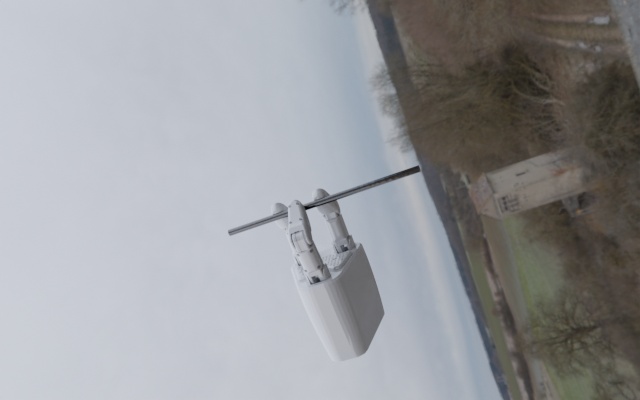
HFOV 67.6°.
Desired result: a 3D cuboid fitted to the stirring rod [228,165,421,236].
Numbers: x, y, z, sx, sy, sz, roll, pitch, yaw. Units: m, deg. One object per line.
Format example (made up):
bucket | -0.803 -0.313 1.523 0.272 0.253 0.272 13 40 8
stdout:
stirring rod | 0.000 0.002 0.560 0.239 0.011 0.011 -19 -4 12
